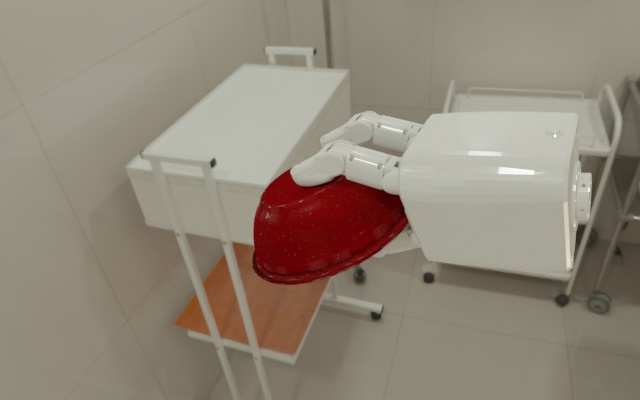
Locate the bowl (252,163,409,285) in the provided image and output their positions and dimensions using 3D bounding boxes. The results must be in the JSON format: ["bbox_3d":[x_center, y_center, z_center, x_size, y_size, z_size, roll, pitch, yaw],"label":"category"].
[{"bbox_3d":[-0.001,0.001,0.425,0.162,0.055,0.162,-23,23,10],"label":"bowl"}]
